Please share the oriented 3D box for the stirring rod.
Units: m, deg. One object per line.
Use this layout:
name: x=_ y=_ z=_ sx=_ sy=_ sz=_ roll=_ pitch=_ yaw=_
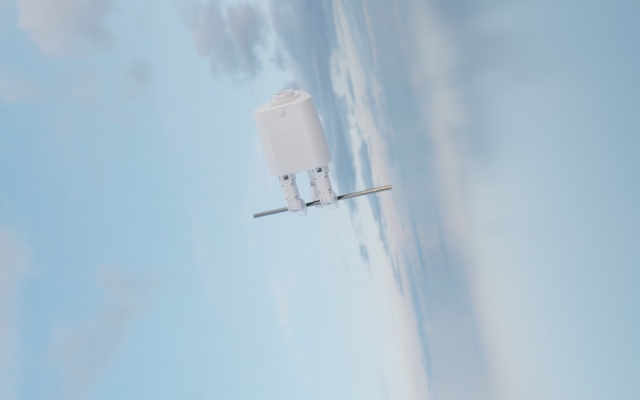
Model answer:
stirring rod: x=0.000 y=0.003 z=0.802 sx=0.239 sy=0.011 sz=0.011 roll=-12 pitch=-3 yaw=12
